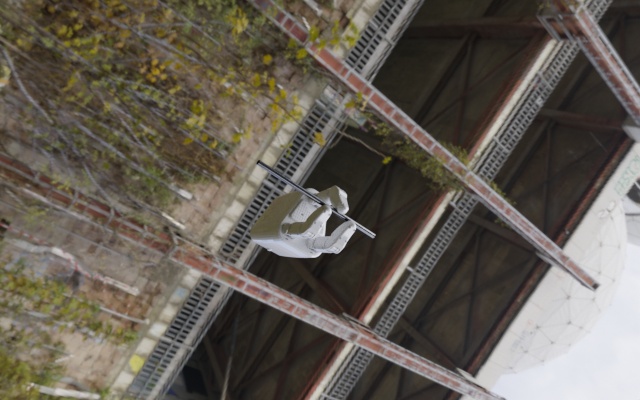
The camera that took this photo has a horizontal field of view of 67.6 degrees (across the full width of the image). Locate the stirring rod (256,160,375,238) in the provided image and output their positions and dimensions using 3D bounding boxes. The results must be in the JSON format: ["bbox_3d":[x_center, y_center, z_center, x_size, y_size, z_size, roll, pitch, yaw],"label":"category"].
[{"bbox_3d":[0.000,0.002,0.732,0.239,0.011,0.011,33,-18,-30],"label":"stirring rod"}]
